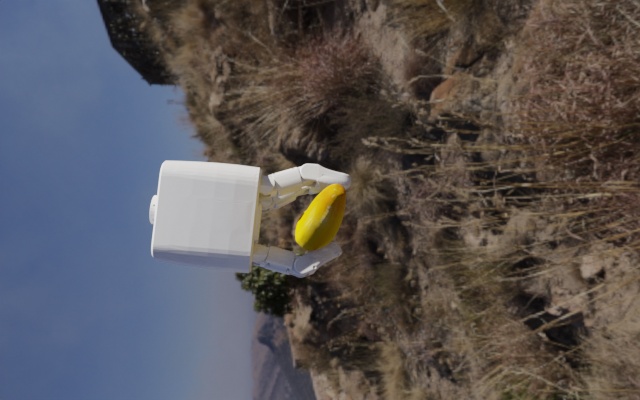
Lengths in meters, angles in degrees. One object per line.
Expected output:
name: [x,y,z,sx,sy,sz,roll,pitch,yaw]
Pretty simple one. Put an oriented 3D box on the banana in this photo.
banana: [-0.004,0.020,0.501,0.037,0.069,0.198,12,-2,-4]
